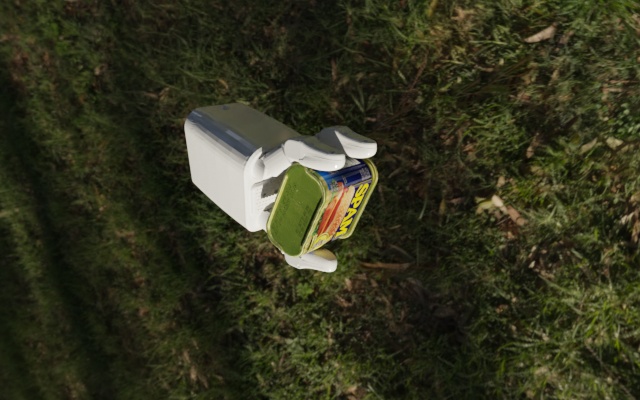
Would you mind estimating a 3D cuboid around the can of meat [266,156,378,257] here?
[{"bbox_3d":[0.000,0.002,0.480,0.057,0.102,0.084,39,35,24],"label":"can of meat"}]
